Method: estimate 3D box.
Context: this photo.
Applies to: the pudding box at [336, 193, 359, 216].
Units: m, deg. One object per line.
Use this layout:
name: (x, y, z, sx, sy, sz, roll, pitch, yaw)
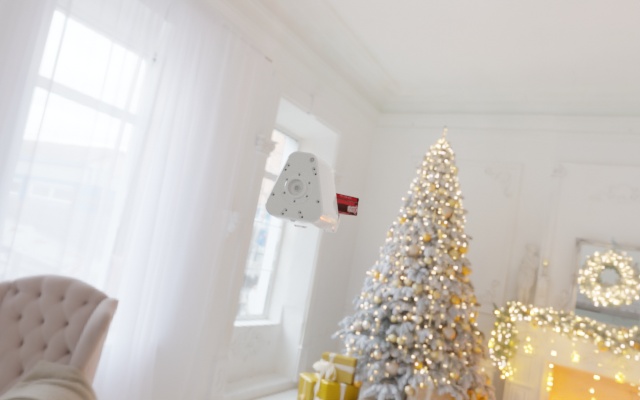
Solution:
pudding box: (0.000, 0.003, 0.875, 0.113, 0.039, 0.090, 7, -4, 41)
